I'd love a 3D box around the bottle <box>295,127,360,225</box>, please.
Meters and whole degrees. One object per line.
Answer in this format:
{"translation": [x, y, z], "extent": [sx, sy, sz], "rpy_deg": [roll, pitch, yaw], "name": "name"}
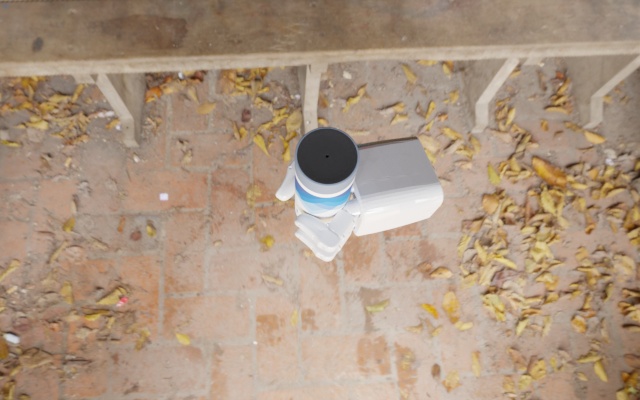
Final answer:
{"translation": [0.000, 0.002, 0.622], "extent": [0.069, 0.069, 0.296], "rpy_deg": [0, -19, -3], "name": "bottle"}
